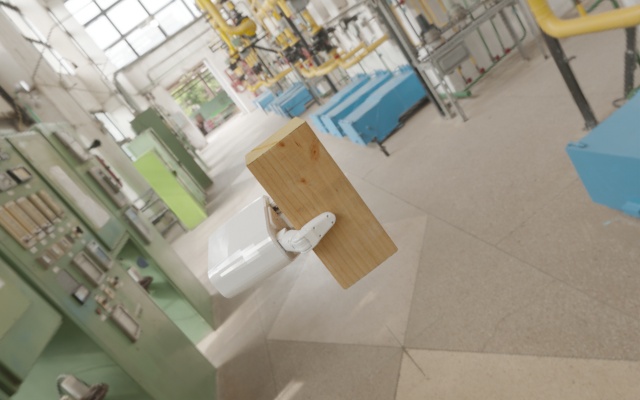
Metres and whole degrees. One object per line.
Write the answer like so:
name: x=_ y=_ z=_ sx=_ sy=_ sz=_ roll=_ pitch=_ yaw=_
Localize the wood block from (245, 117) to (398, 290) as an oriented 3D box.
wood block: x=0.000 y=0.002 z=0.628 sx=0.090 sy=0.206 sz=0.090 roll=-37 pitch=17 yaw=0
